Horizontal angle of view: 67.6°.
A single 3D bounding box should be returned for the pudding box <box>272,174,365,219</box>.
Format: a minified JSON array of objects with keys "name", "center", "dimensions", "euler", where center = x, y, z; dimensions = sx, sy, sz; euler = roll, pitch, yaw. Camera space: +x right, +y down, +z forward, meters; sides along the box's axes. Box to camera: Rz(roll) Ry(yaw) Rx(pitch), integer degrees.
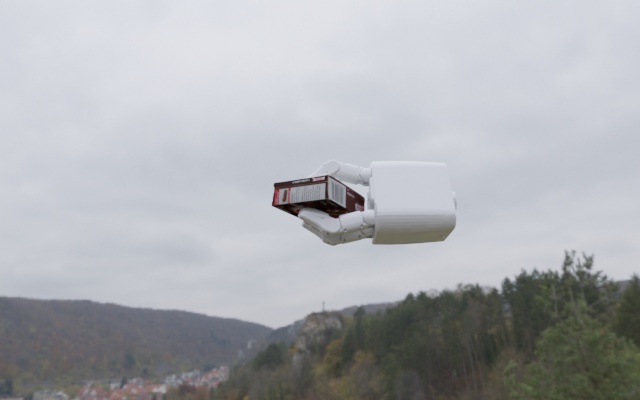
[{"name":"pudding box","center":[0.000,0.002,0.670],"dimensions":[0.090,0.039,0.113],"euler":[-8,-22,29]}]
